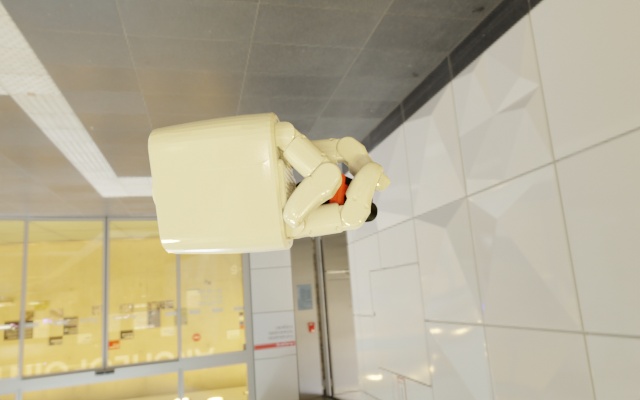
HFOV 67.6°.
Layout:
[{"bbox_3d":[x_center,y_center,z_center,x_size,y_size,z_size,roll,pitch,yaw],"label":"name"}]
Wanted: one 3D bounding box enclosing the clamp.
[{"bbox_3d":[0.000,0.002,0.494,0.120,0.039,0.171,-5,-11,5],"label":"clamp"}]
